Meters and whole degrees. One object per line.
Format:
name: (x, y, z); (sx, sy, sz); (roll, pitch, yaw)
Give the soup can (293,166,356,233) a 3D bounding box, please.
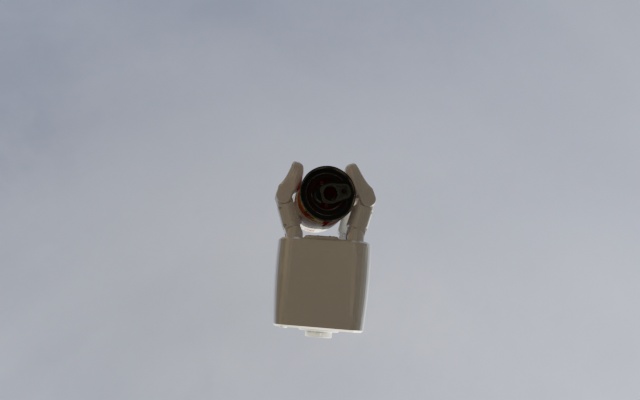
soup can: (0.000, 0.002, 0.610); (0.068, 0.068, 0.102); (0, -12, -11)
